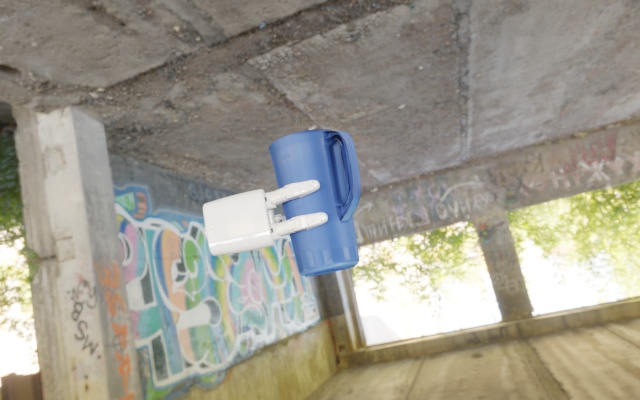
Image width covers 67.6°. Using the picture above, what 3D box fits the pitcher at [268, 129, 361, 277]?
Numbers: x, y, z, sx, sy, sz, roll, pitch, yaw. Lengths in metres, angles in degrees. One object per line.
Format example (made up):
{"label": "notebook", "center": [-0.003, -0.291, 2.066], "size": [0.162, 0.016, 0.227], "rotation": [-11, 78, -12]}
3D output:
{"label": "pitcher", "center": [0.000, 0.003, 0.835], "size": [0.145, 0.242, 0.149], "rotation": [-12, -11, -1]}
